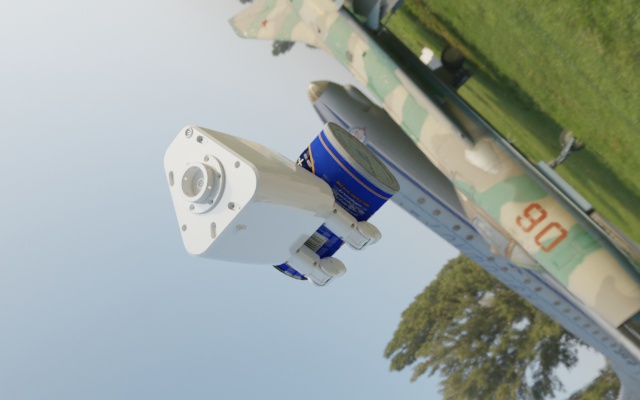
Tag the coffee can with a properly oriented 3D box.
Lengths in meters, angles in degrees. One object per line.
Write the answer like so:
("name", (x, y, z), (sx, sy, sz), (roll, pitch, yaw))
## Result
("coffee can", (0.000, 0.002, 0.514), (0.140, 0.102, 0.103), (-47, -18, 17))
